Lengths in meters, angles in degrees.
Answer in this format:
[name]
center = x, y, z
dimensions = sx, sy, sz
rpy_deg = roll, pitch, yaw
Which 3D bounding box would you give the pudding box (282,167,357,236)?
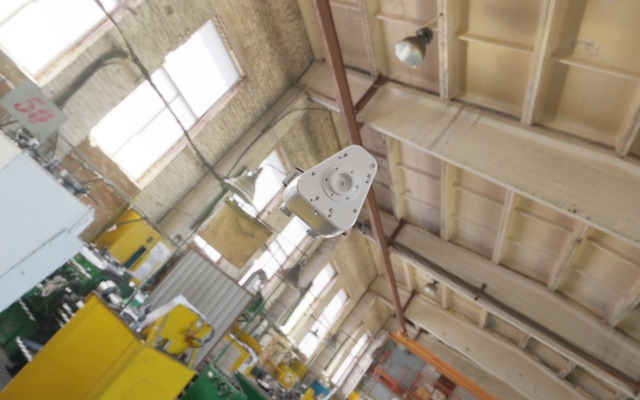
[pudding box]
center = 0.000, 0.002, 0.770
dimensions = 0.113, 0.039, 0.090
rpy_deg = 36, -11, 24
